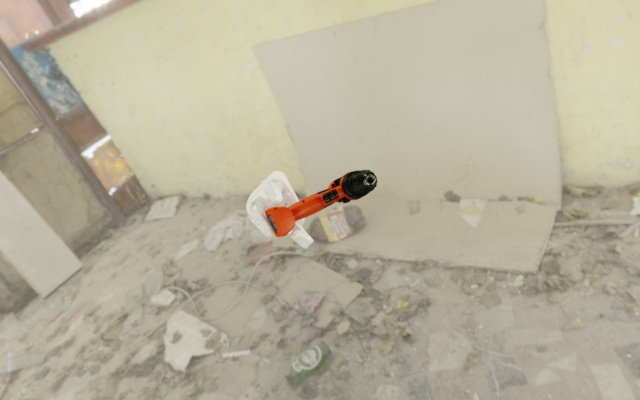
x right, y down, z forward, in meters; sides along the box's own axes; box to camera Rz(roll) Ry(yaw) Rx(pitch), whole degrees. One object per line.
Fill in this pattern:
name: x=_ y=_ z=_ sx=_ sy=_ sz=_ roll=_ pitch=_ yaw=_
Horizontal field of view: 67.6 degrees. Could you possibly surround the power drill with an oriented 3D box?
power drill: x=0.000 y=0.003 z=0.864 sx=0.187 sy=0.057 sz=0.184 roll=-24 pitch=0 yaw=-16
